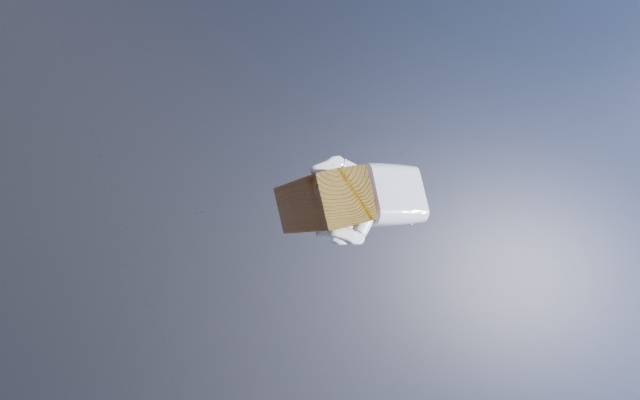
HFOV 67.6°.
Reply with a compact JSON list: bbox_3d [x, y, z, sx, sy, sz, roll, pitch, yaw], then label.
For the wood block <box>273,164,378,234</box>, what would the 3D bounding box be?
[{"bbox_3d":[0.000,0.002,0.814,0.090,0.091,0.206,-12,0,-24],"label":"wood block"}]
